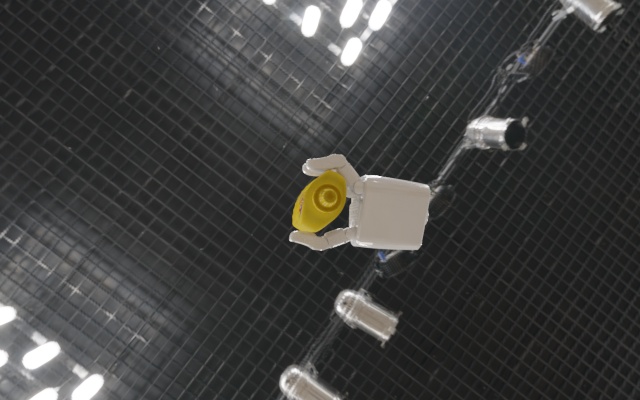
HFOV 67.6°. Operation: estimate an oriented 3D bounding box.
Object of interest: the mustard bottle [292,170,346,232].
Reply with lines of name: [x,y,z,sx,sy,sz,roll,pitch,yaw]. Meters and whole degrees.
mustard bottle: [0.000,0.002,0.731,0.058,0.096,0.191,31,-8,-5]
